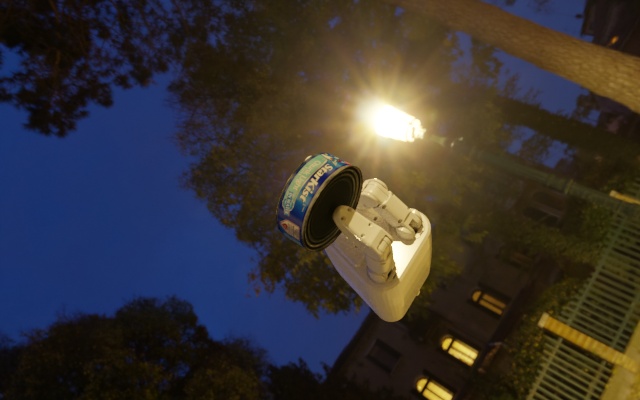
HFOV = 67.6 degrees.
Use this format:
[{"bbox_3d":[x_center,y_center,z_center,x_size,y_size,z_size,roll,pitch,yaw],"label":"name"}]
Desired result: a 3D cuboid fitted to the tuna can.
[{"bbox_3d":[0.000,0.001,0.426,0.033,0.086,0.086,30,14,26],"label":"tuna can"}]
